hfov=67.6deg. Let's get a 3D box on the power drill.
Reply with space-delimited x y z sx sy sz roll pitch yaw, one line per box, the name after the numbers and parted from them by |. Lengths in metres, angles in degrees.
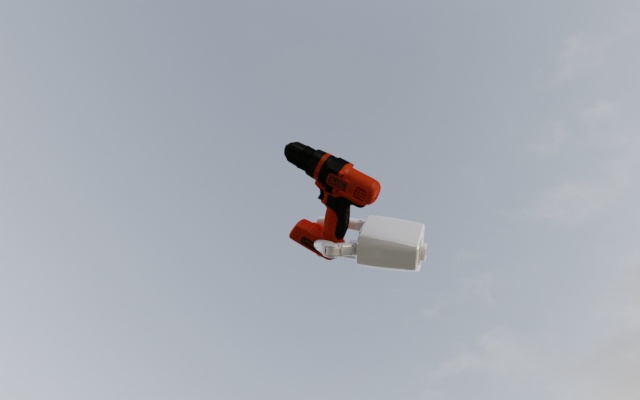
0.000 0.003 0.854 0.184 0.188 0.057 29 38 17 | power drill
